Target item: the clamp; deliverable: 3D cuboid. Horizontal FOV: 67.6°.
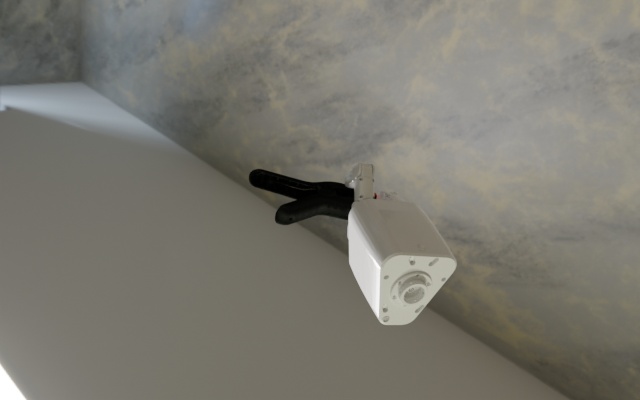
[{"bbox_3d":[0.000,0.002,0.604,0.171,0.039,0.120,6,30,-19],"label":"clamp"}]
